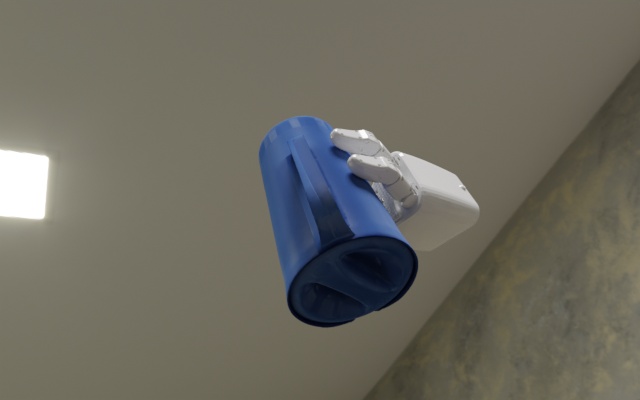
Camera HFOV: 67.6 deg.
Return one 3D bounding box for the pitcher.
[{"bbox_3d":[0.000,0.002,0.535,0.145,0.149,0.242,12,35,-30],"label":"pitcher"}]
